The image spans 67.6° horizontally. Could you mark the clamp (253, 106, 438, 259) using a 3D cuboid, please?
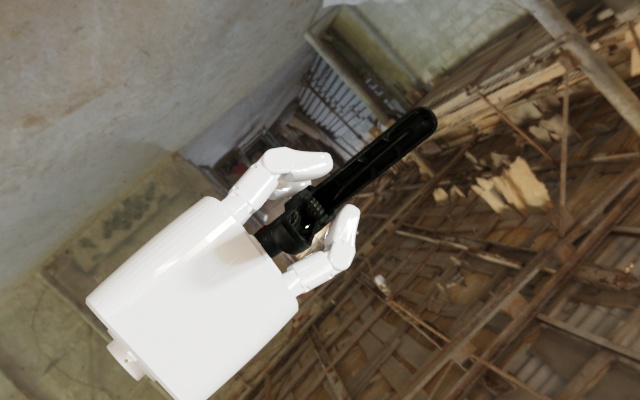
[{"bbox_3d":[0.000,0.002,0.401,0.164,0.036,0.210,-39,2,-25],"label":"clamp"}]
